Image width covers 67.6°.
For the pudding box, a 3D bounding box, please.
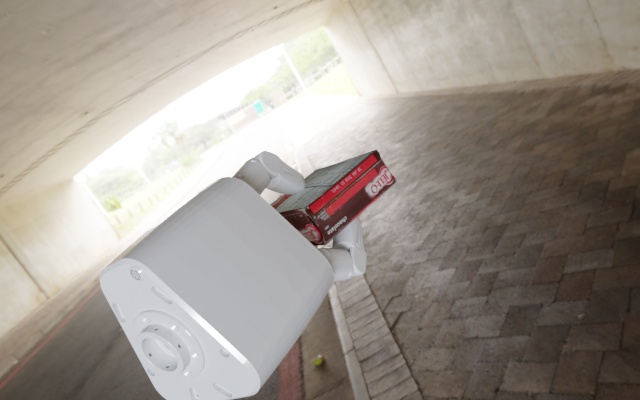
[{"bbox_3d":[0.000,0.001,0.427,0.090,0.039,0.113,-39,14,-27],"label":"pudding box"}]
